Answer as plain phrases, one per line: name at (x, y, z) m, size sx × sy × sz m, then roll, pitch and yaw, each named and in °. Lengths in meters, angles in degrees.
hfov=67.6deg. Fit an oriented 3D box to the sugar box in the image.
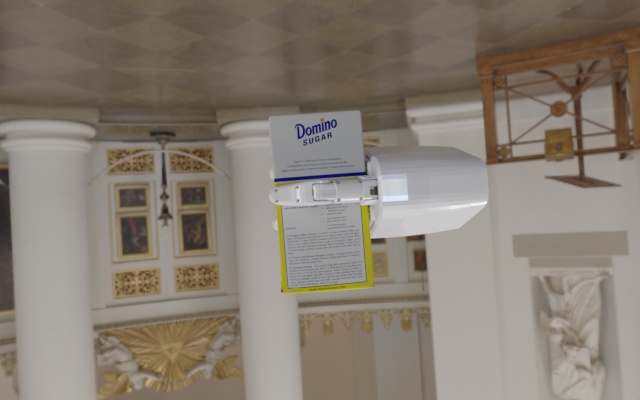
sugar box at (0.000, 0.002, 0.483) m, size 0.093 × 0.176 × 0.048 m, roll -4°, pitch -2°, yaw -4°
